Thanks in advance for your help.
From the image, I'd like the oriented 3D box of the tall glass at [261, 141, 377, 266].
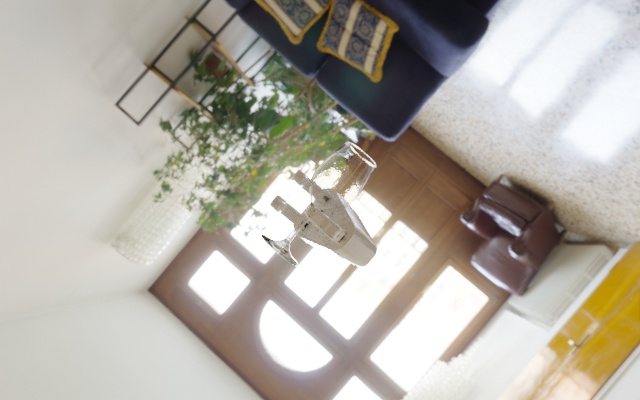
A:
[{"bbox_3d":[0.000,0.003,0.745,0.079,0.201,0.079,40,1,-1],"label":"tall glass"}]
